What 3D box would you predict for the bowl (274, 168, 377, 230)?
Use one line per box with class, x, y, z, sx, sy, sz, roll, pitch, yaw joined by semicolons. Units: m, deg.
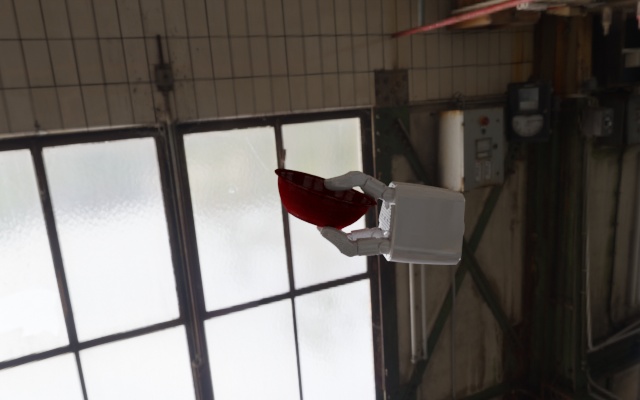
bowl;-0.001;0.002;0.720;0.162;0.055;0.162;18;10;-3
